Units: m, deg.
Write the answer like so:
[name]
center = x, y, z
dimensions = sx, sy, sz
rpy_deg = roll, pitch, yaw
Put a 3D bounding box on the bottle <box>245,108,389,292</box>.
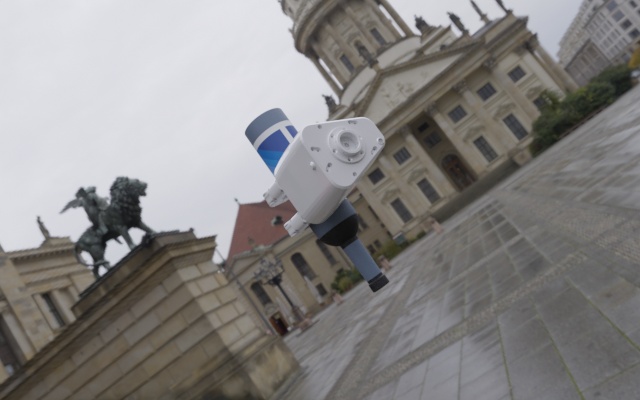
[bottle]
center = 0.000, 0.002, 0.684
dimensions = 0.069, 0.295, 0.069
rpy_deg = -35, -9, -6
